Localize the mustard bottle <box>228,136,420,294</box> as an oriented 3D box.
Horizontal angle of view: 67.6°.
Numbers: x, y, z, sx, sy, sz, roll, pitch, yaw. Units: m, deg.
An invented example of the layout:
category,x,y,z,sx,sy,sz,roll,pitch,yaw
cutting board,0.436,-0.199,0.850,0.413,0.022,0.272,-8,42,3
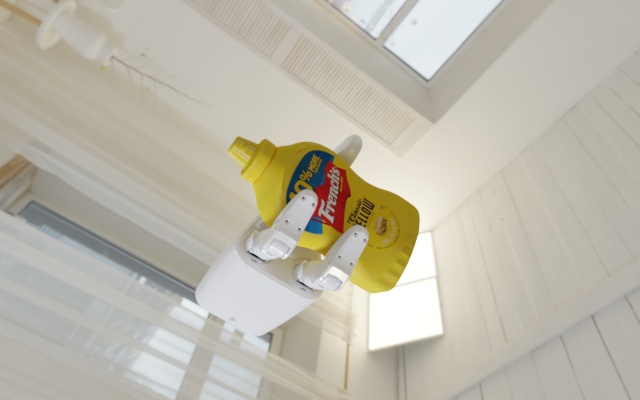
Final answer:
category,x,y,z,sx,sy,sz,roll,pitch,yaw
mustard bottle,0.000,0.001,0.442,0.192,0.096,0.058,33,-26,-16
